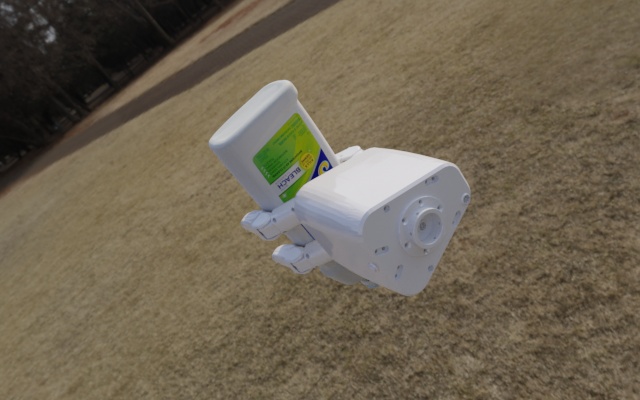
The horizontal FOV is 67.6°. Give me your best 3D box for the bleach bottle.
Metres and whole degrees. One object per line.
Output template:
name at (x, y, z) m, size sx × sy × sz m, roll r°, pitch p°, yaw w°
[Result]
bleach bottle at (0.000, 0.002, 0.513) m, size 0.251 × 0.102 × 0.068 m, roll 50°, pitch -14°, yaw -27°
